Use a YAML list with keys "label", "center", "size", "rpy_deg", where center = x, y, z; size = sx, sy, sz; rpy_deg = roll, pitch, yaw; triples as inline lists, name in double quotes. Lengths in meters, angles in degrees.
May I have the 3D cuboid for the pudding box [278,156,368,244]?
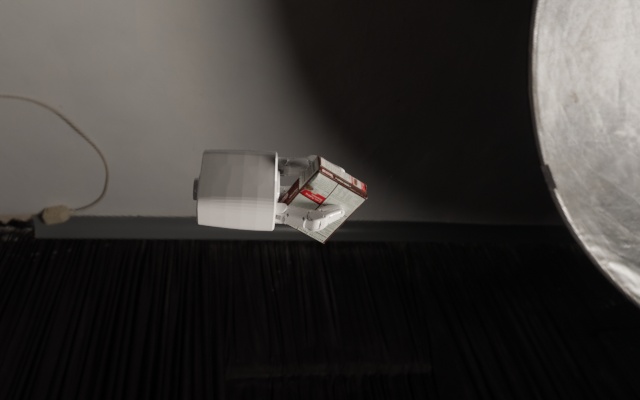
- label: "pudding box"
  center: [0.000, 0.002, 0.702]
  size: [0.090, 0.039, 0.113]
  rpy_deg: [29, -56, -22]
